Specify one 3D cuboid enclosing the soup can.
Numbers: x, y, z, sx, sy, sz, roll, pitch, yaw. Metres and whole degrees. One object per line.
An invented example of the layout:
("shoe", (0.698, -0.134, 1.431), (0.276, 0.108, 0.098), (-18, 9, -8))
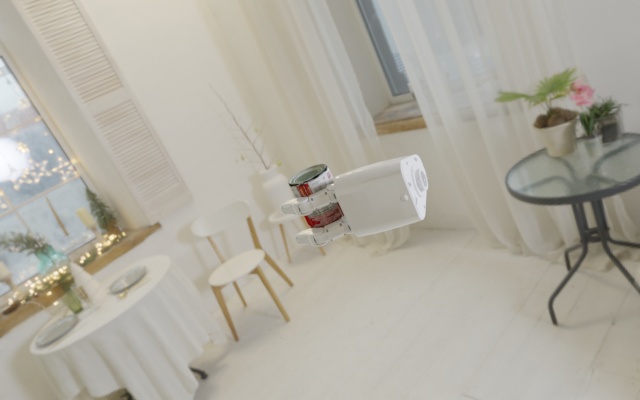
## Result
("soup can", (0.000, 0.002, 0.748), (0.068, 0.102, 0.068), (-23, 19, 8))
